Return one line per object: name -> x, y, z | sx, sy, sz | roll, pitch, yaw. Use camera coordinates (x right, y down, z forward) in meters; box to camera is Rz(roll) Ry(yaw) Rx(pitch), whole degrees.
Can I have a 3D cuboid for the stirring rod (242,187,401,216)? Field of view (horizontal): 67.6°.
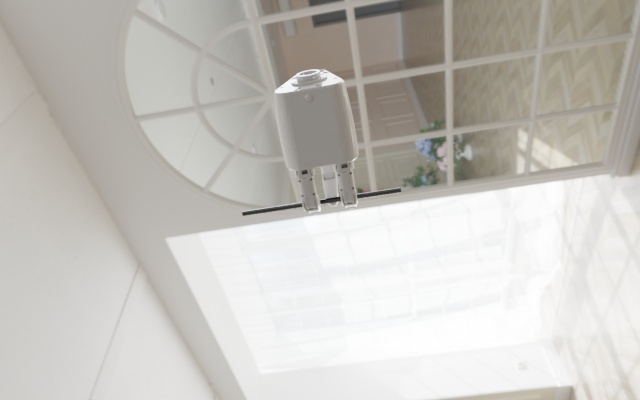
stirring rod -> 0.000, 0.002, 0.715 | 0.239, 0.011, 0.011 | -9, -1, 5
